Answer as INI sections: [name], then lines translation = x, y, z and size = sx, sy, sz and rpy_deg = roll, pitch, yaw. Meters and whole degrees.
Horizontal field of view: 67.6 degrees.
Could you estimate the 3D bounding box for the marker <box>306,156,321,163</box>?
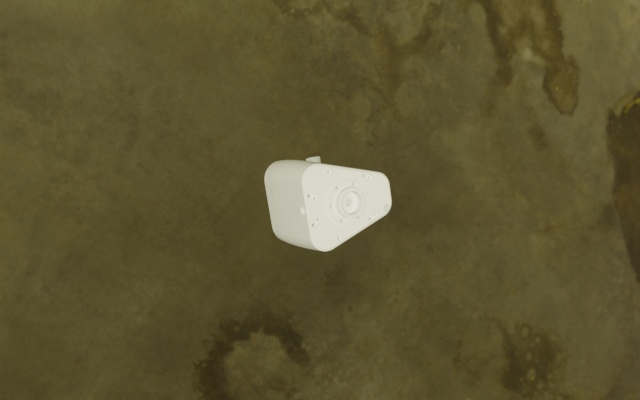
[marker]
translation = 0.000, 0.002, 0.638
size = 0.020, 0.121, 0.020
rpy_deg = -10, 9, 2
